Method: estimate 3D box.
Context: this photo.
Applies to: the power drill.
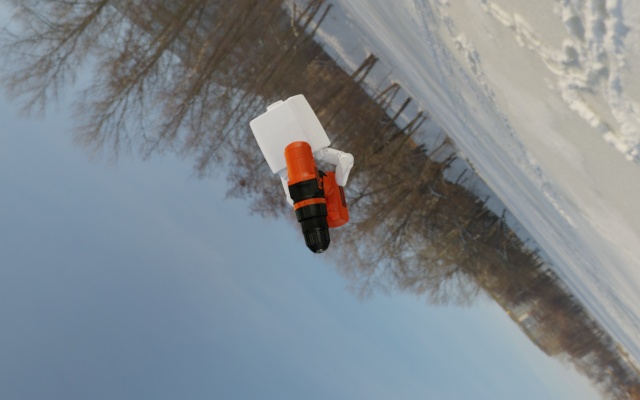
[{"bbox_3d":[0.000,0.003,0.826,0.057,0.184,0.188,-14,-11,13],"label":"power drill"}]
